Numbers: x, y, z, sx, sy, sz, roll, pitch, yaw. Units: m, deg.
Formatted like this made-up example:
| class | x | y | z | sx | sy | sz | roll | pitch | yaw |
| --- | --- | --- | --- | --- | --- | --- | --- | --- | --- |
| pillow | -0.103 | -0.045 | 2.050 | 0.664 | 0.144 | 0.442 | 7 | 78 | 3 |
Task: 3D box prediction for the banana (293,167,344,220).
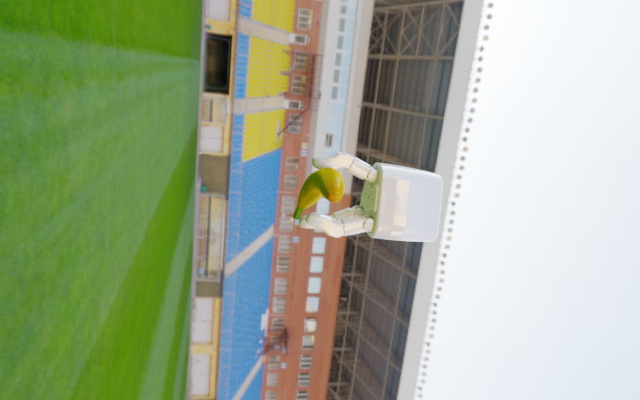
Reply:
| class | x | y | z | sx | sy | sz | roll | pitch | yaw |
| --- | --- | --- | --- | --- | --- | --- | --- | --- | --- |
| banana | 0.002 | -0.015 | 0.700 | 0.037 | 0.069 | 0.198 | 11 | -13 | -14 |
